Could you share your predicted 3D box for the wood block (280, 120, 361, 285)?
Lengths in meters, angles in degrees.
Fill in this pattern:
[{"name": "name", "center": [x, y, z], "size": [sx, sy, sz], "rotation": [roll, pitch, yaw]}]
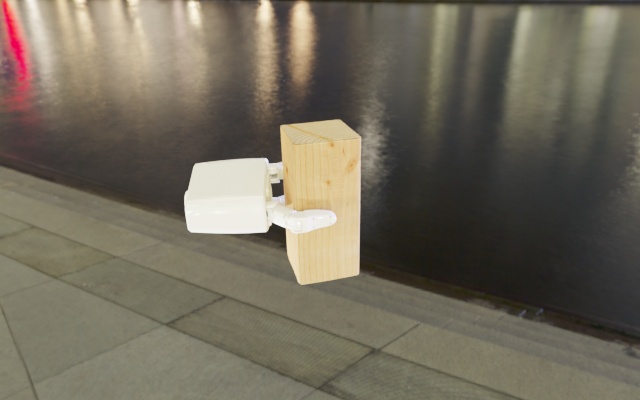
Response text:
[{"name": "wood block", "center": [0.000, 0.002, 0.670], "size": [0.090, 0.206, 0.090], "rotation": [-8, 26, -13]}]
